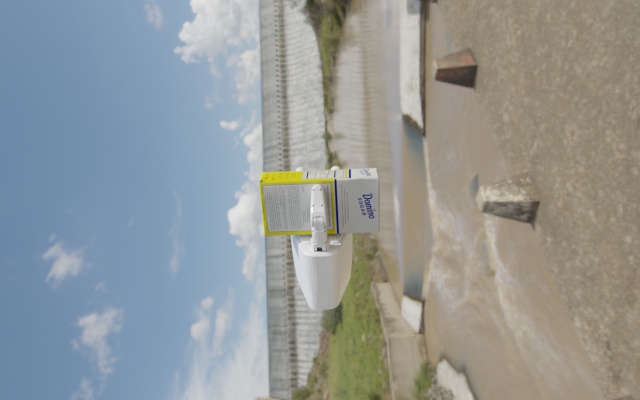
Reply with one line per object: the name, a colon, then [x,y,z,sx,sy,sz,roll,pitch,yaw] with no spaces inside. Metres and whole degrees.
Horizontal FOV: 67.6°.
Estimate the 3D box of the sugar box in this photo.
sugar box: [0.000,0.002,0.720,0.176,0.093,0.048,-2,26,1]
